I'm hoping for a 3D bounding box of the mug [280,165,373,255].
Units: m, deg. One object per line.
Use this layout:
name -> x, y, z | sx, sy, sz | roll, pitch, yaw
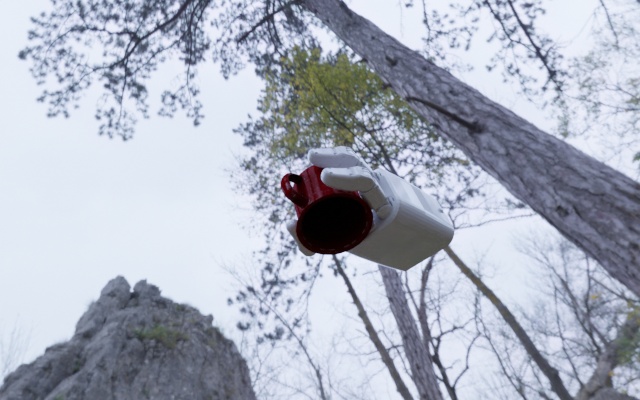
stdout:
mug -> -0.001, 0.001, 0.586 | 0.117, 0.093, 0.081 | 26, 26, -28
